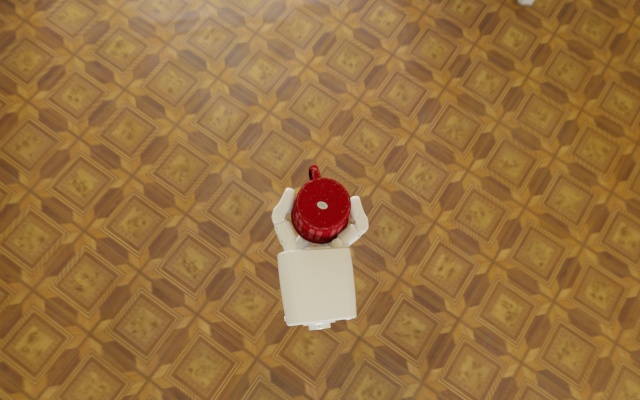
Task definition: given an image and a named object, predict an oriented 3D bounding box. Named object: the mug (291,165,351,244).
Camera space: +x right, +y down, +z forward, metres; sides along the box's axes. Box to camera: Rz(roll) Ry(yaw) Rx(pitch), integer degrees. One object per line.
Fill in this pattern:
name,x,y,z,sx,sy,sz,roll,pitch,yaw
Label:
mug,0.000,0.001,0.726,0.093,0.117,0.081,-8,-13,-6
